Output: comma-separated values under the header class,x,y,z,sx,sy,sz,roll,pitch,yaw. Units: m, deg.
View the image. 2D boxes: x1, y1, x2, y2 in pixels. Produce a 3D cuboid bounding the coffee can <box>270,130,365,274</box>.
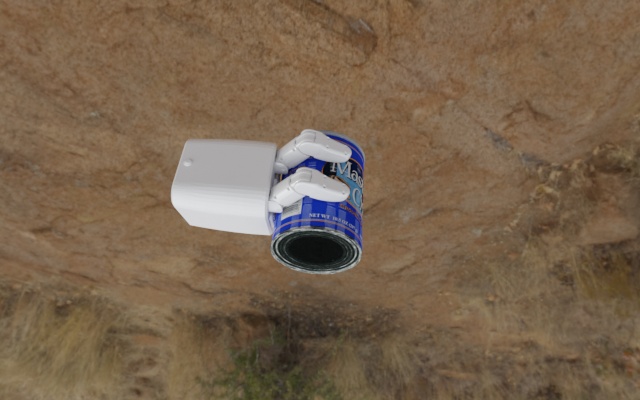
class,x,y,z,sx,sy,sz,roll,pitch,yaw
coffee can,0.000,0.002,0.569,0.103,0.140,0.103,3,-35,2
